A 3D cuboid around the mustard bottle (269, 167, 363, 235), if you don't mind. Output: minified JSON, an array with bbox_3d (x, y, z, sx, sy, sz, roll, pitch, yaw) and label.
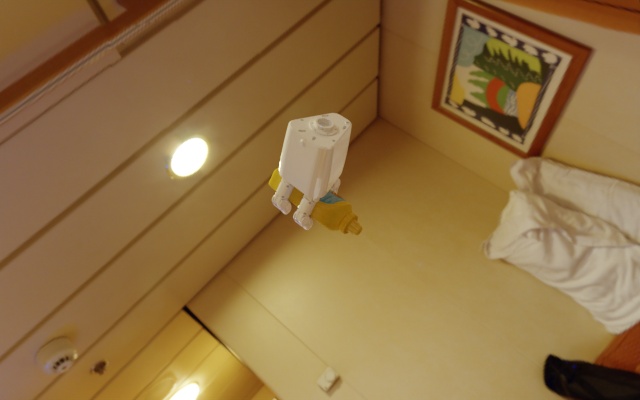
[{"bbox_3d":[0.000,0.003,0.889,0.191,0.058,0.096,36,21,24],"label":"mustard bottle"}]
